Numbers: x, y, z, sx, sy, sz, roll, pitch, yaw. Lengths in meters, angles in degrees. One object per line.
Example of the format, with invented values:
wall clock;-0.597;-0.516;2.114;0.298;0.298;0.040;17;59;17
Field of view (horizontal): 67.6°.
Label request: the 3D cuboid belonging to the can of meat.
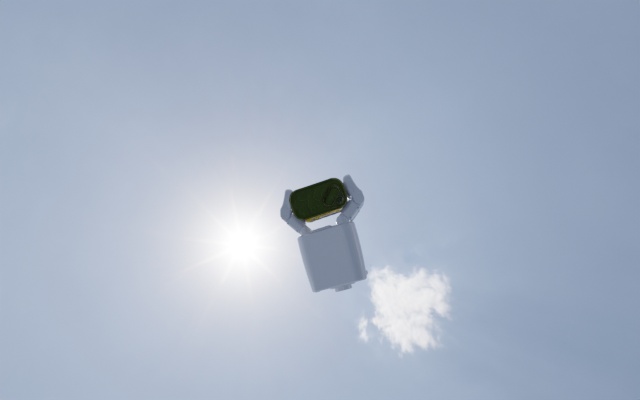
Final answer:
can of meat;0.000;0.003;0.884;0.102;0.057;0.084;-19;-10;3
